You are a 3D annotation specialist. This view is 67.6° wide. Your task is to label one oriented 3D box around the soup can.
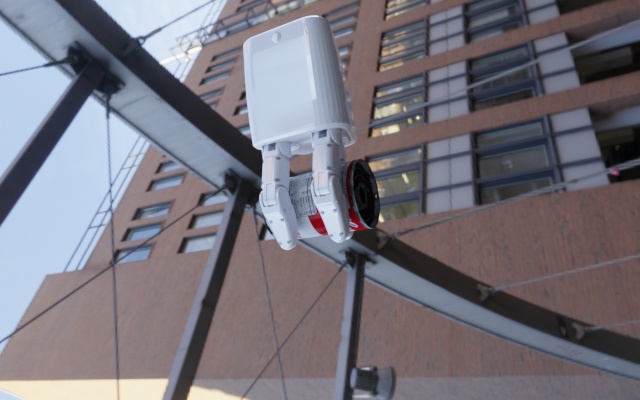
[{"bbox_3d":[0.000,0.002,0.479,0.102,0.068,0.068,-11,-5,26],"label":"soup can"}]
